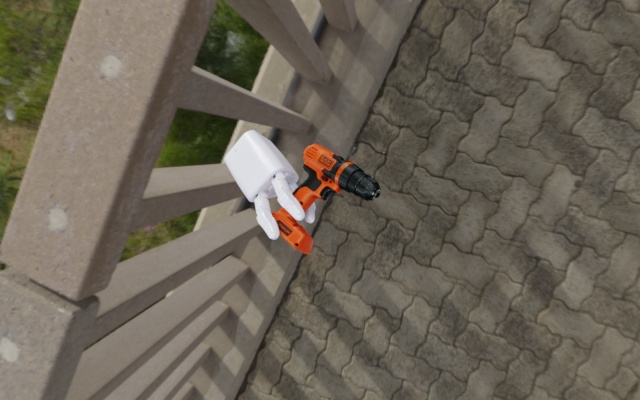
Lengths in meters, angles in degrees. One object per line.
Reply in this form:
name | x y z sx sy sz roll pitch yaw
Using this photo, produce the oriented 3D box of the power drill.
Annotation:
power drill | 0.000 0.003 0.883 0.184 0.187 0.057 35 -1 38
